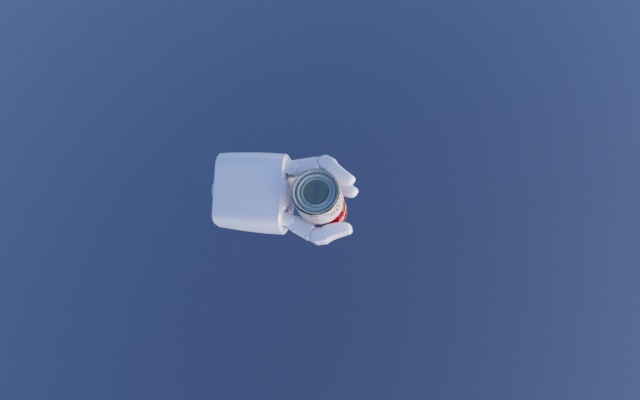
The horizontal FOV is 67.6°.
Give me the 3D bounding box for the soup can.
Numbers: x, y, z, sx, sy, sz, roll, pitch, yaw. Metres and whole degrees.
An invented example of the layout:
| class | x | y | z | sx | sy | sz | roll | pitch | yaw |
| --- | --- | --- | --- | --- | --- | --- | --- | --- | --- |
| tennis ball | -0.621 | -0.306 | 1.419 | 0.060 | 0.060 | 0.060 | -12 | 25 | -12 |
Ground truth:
| class | x | y | z | sx | sy | sz | roll | pitch | yaw |
| --- | --- | --- | --- | --- | --- | --- | --- | --- | --- |
| soup can | 0.001 | 0.002 | 0.686 | 0.068 | 0.068 | 0.102 | 0 | -17 | 9 |
